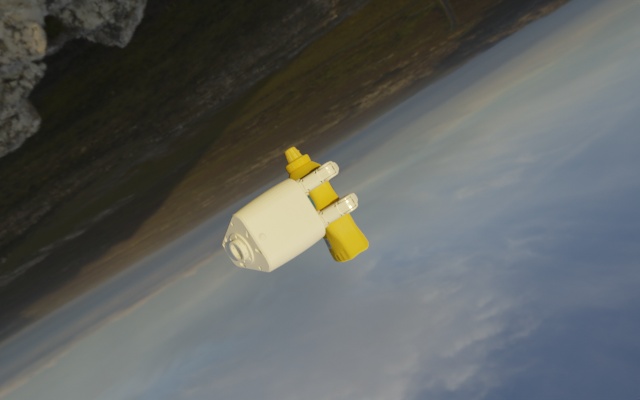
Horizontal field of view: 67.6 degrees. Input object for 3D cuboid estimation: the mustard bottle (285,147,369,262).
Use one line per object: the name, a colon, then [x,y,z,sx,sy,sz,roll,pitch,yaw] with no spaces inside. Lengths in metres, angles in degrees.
mustard bottle: [0.001,0.002,0.747,0.058,0.191,0.096,-32,3,-10]
